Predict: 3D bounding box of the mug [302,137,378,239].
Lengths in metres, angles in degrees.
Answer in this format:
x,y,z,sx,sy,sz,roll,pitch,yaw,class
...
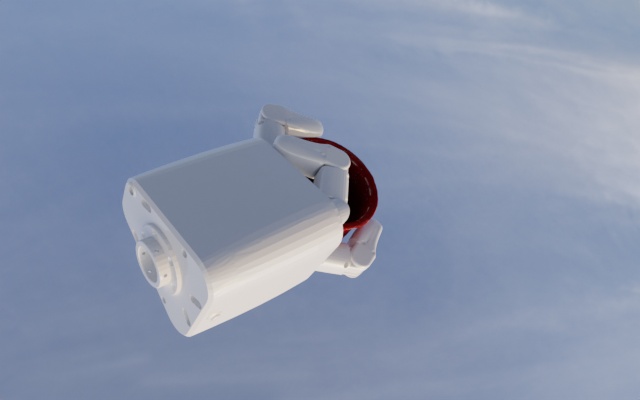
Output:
x,y,z,sx,sy,sz,roll,pitch,yaw,class
0.001,0.001,0.437,0.117,0.093,0.081,-20,-21,-39,mug
